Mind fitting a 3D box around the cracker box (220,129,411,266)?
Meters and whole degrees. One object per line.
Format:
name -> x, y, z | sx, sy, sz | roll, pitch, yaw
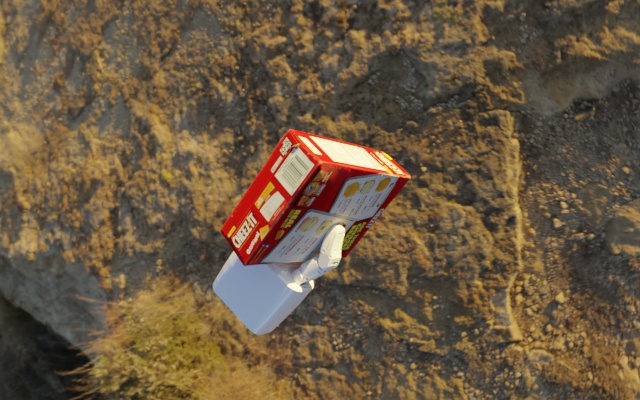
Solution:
cracker box -> 0.000, 0.002, 0.627 | 0.214, 0.164, 0.072 | 3, 40, -53
